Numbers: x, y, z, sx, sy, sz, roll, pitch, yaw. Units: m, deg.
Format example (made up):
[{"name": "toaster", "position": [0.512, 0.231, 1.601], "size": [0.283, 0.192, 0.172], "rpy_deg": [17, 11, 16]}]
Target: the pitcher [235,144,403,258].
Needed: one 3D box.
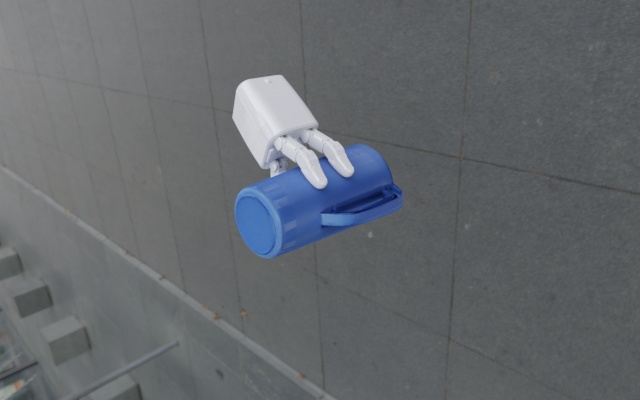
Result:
[{"name": "pitcher", "position": [0.000, 0.002, 0.740], "size": [0.243, 0.145, 0.149], "rpy_deg": [-22, -14, -40]}]
